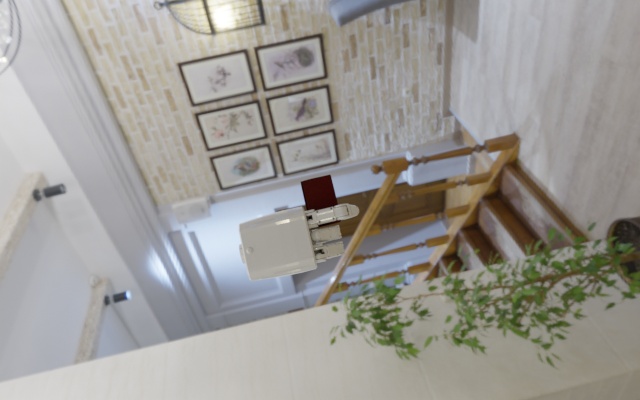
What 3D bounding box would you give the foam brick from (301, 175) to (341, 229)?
[{"bbox_3d":[0.000,0.002,0.782,0.051,0.078,0.053,-13,-7,-2],"label":"foam brick"}]
